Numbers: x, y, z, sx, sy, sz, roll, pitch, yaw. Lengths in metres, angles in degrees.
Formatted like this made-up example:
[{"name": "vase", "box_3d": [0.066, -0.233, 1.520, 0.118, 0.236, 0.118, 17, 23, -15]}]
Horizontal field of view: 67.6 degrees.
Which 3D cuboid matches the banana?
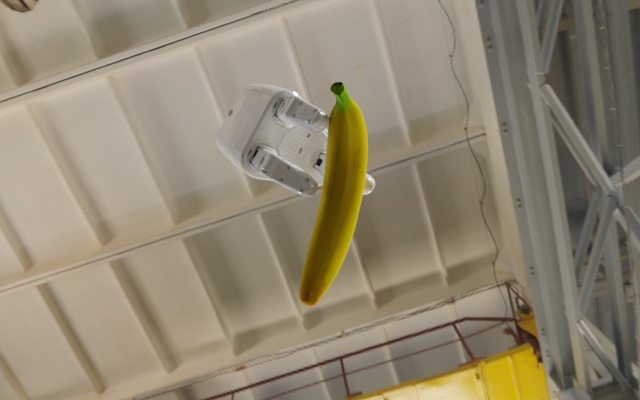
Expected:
[{"name": "banana", "box_3d": [0.012, -0.004, 0.429, 0.037, 0.198, 0.069, 17, 18, 34]}]
